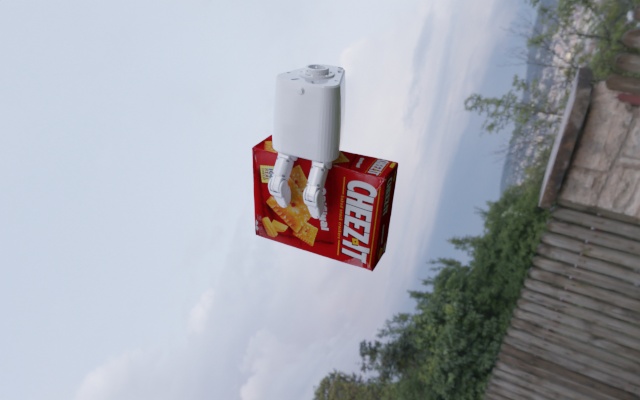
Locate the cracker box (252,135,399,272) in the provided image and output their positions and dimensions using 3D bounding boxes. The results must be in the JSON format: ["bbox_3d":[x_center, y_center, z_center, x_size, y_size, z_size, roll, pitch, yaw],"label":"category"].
[{"bbox_3d":[0.000,0.002,0.744,0.213,0.164,0.072,15,32,20],"label":"cracker box"}]
